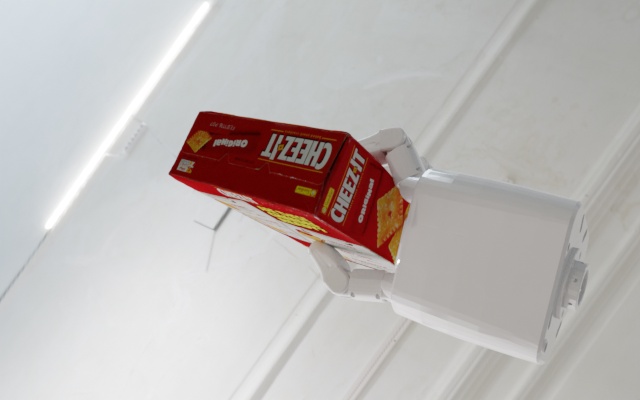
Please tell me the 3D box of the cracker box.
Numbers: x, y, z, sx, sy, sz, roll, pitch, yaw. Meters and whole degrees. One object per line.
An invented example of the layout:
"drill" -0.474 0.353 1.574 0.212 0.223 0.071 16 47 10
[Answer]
"cracker box" 0.000 0.002 0.440 0.164 0.072 0.214 14 -13 36
